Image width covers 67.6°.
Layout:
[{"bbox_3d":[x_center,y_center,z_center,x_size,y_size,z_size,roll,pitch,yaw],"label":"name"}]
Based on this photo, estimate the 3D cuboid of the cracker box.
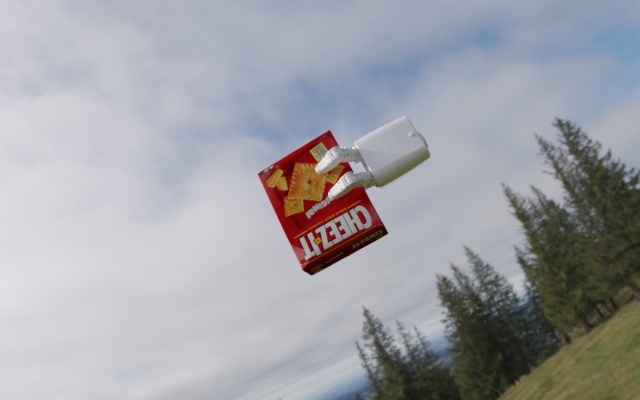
[{"bbox_3d":[0.000,0.003,0.876,0.164,0.213,0.072,-30,-22,6],"label":"cracker box"}]
